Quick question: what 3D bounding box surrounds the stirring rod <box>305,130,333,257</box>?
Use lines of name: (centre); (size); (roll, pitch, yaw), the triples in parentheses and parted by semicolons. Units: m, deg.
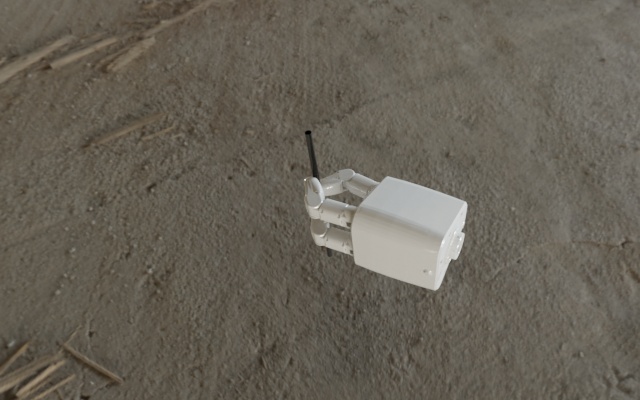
stirring rod: (0.000, 0.002, 0.642); (0.011, 0.011, 0.240); (0, -42, 9)
